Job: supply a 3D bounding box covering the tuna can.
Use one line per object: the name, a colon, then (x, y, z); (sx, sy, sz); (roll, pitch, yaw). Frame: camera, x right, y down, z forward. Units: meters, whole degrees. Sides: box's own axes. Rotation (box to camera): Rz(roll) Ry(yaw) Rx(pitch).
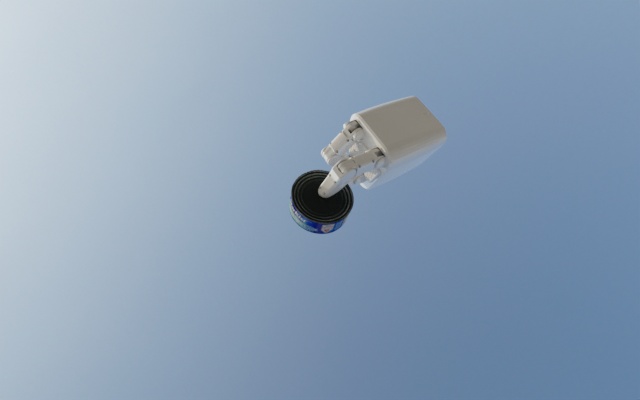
tuna can: (0.000, 0.002, 0.652); (0.086, 0.086, 0.034); (0, -33, -13)
